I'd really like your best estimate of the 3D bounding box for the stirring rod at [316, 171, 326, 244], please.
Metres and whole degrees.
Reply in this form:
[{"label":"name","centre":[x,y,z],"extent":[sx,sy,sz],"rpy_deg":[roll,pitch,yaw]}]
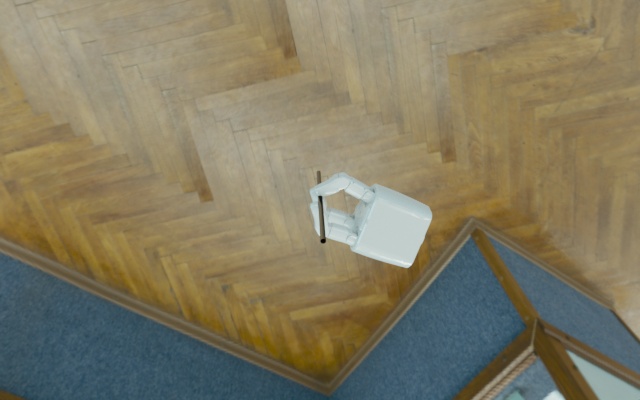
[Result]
[{"label":"stirring rod","centre":[0.000,0.002,0.760],"extent":[0.011,0.011,0.239],"rpy_deg":[0,26,-2]}]
